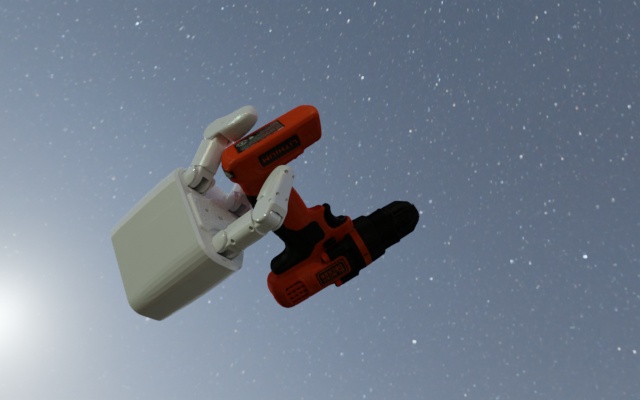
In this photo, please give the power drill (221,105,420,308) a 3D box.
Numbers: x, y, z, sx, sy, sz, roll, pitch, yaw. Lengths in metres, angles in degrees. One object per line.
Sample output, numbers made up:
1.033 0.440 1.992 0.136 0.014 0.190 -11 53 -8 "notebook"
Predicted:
0.000 0.001 0.492 0.184 0.188 0.057 -31 25 -8 "power drill"
